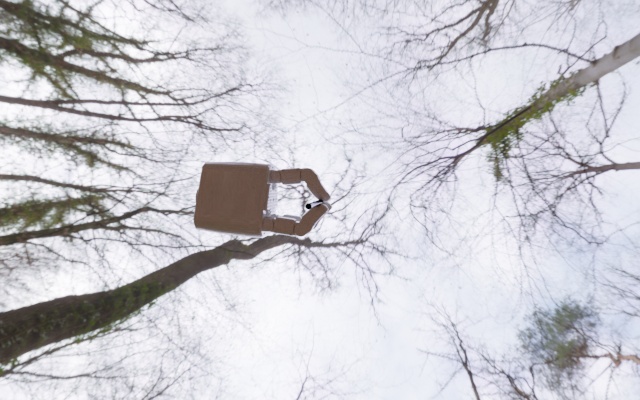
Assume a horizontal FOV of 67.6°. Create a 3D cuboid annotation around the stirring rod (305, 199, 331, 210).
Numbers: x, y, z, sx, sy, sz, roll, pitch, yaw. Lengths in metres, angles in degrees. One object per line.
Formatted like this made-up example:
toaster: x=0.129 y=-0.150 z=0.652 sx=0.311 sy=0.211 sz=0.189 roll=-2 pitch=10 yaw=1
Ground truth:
stirring rod: x=0.000 y=0.002 z=0.713 sx=0.011 sy=0.011 sz=0.239 roll=0 pitch=2 yaw=7
